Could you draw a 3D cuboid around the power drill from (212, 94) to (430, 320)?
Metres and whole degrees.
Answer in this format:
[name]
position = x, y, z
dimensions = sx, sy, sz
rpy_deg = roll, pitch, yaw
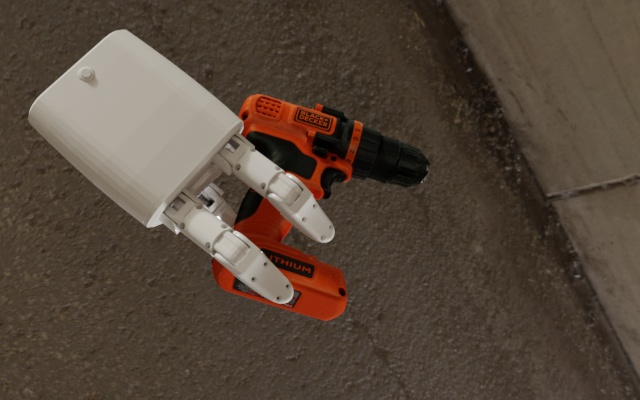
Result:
[power drill]
position = 0.000, 0.002, 0.410
dimensions = 0.184, 0.187, 0.057
rpy_deg = 16, -36, -3
